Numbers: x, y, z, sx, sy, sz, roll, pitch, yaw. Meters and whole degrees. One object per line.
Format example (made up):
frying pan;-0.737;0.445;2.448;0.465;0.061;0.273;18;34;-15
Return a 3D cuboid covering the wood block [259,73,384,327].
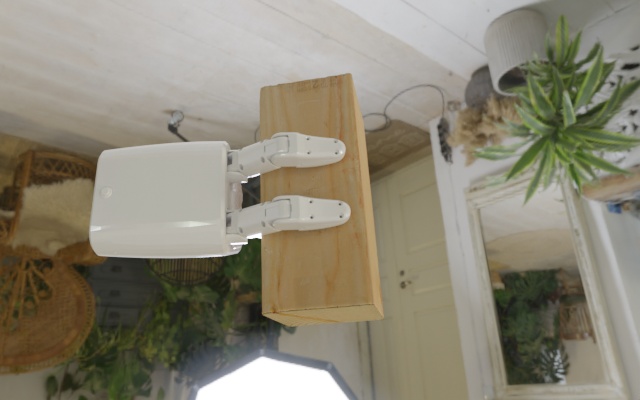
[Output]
wood block;0.000;0.002;0.435;0.090;0.206;0.091;-7;-22;9
